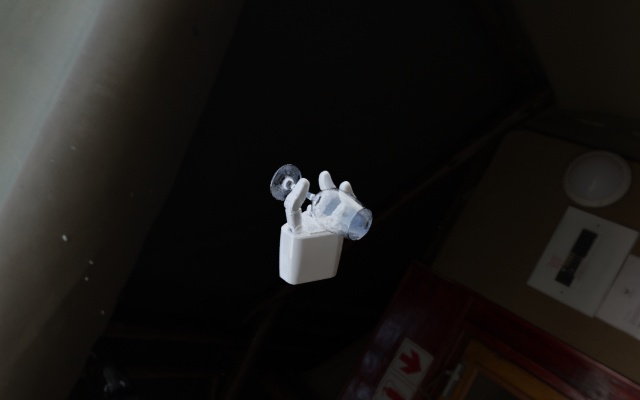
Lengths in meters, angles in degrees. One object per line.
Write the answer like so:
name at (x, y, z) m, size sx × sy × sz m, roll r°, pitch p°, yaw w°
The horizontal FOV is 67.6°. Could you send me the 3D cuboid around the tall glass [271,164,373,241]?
tall glass at (0.000, 0.002, 0.863) m, size 0.079 × 0.079 × 0.201 m, roll 0°, pitch 22°, yaw -47°
